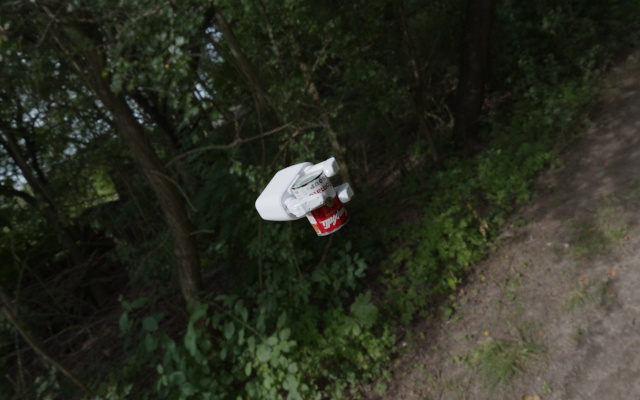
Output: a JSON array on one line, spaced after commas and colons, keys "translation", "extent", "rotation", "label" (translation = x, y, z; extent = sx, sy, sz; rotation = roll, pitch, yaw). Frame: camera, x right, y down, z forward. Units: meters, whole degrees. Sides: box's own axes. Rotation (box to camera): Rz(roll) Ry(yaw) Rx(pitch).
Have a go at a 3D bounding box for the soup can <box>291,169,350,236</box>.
[{"translation": [0.000, 0.003, 0.865], "extent": [0.068, 0.102, 0.068], "rotation": [-27, 15, 8], "label": "soup can"}]
